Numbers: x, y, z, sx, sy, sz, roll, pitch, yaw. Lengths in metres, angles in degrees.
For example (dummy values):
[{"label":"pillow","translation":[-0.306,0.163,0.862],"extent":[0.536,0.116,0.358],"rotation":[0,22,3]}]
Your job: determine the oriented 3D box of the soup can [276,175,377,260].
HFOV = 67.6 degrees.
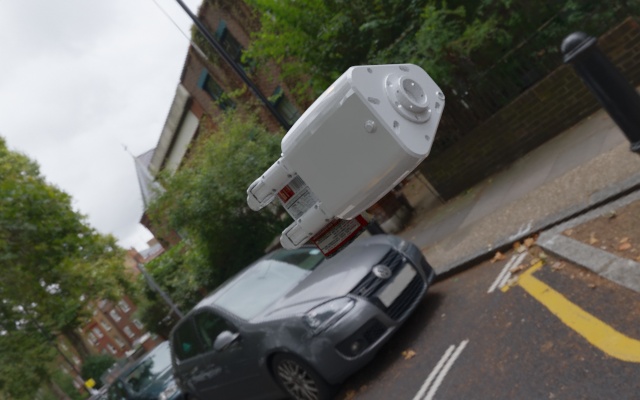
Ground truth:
[{"label":"soup can","translation":[0.000,0.002,0.500],"extent":[0.068,0.102,0.068],"rotation":[-40,-1,-1]}]
